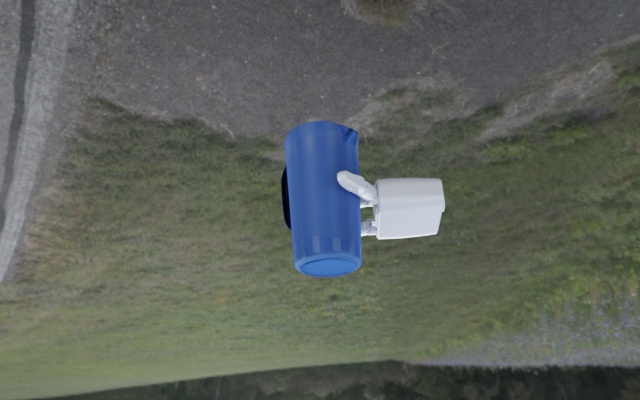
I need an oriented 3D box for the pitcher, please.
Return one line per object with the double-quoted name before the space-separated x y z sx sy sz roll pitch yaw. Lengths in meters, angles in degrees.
"pitcher" 0.000 0.003 0.810 0.145 0.242 0.149 -3 -26 0
